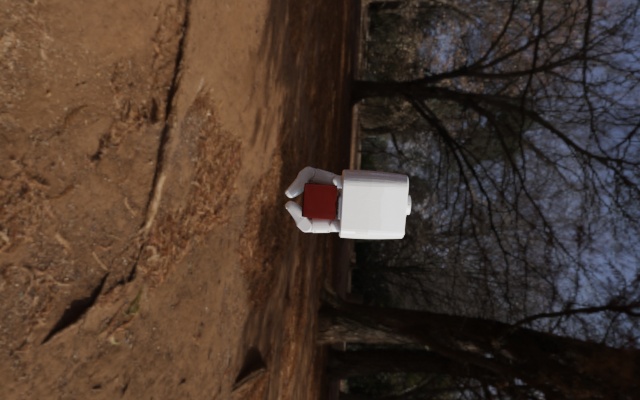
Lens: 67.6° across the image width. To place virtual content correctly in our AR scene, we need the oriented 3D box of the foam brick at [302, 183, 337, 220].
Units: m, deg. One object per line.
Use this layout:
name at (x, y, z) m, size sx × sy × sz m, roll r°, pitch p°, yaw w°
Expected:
foam brick at (0.000, 0.003, 0.749) m, size 0.051 × 0.053 × 0.078 m, roll 5°, pitch -2°, yaw 2°
